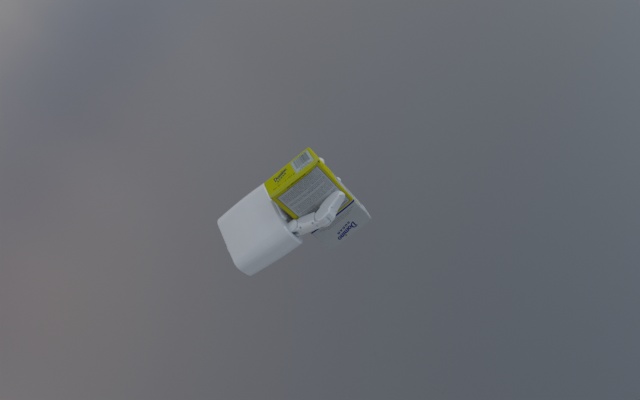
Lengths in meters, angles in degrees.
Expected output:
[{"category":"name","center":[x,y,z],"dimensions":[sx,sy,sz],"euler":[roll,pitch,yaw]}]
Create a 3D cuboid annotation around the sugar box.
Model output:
[{"category":"sugar box","center":[0.000,0.002,0.771],"dimensions":[0.093,0.048,0.176],"euler":[-37,-44,8]}]
